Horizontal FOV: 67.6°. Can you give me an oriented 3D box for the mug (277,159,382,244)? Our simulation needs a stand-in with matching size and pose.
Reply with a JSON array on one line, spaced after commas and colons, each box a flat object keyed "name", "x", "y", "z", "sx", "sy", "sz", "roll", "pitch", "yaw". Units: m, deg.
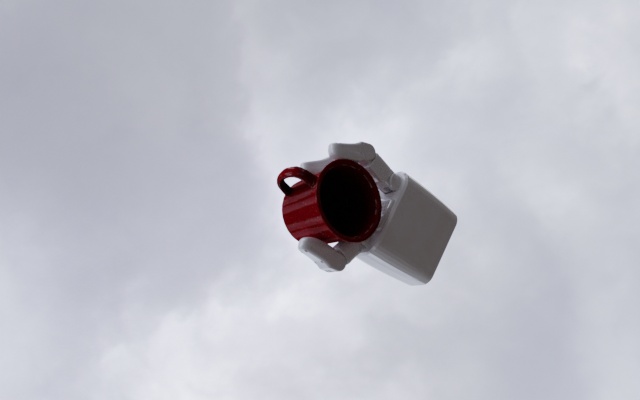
[{"name": "mug", "x": -0.001, "y": 0.001, "z": 0.542, "sx": 0.117, "sy": 0.093, "sz": 0.081, "roll": 34, "pitch": -30, "yaw": -26}]
